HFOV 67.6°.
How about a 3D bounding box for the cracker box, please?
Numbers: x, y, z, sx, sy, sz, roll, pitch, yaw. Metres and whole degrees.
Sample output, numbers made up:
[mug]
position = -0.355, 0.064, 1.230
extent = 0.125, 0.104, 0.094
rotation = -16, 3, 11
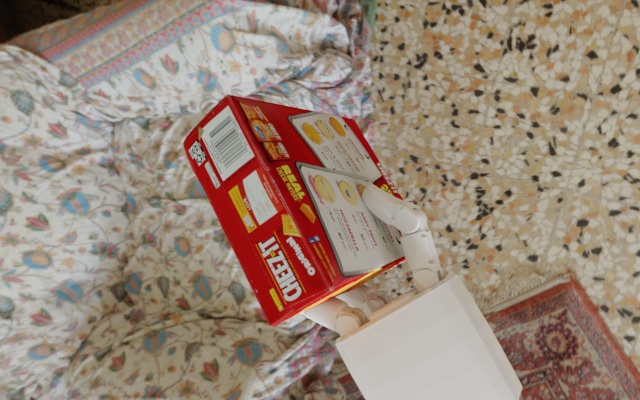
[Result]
[cracker box]
position = 0.000, 0.001, 0.434
extent = 0.072, 0.164, 0.213
rotation = -36, -14, 27
